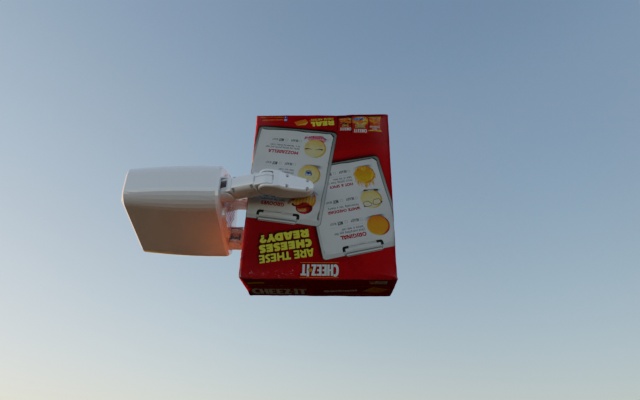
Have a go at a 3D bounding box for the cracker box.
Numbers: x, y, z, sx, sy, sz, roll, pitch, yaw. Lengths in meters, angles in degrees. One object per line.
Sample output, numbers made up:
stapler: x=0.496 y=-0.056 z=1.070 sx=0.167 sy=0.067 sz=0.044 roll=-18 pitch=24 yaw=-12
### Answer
cracker box: x=0.000 y=0.002 z=0.560 sx=0.164 sy=0.213 sz=0.072 roll=0 pitch=-29 yaw=3
